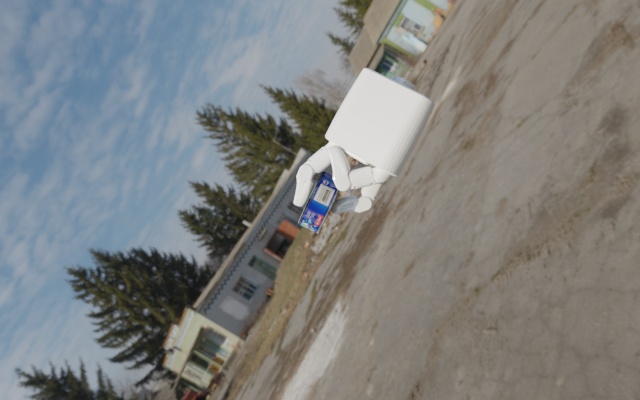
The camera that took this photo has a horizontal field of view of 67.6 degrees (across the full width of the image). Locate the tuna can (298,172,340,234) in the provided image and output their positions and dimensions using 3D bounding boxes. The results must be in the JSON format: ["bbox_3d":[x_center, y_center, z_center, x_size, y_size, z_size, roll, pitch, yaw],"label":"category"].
[{"bbox_3d":[0.000,0.002,0.685,0.034,0.086,0.086,25,0,0],"label":"tuna can"}]
